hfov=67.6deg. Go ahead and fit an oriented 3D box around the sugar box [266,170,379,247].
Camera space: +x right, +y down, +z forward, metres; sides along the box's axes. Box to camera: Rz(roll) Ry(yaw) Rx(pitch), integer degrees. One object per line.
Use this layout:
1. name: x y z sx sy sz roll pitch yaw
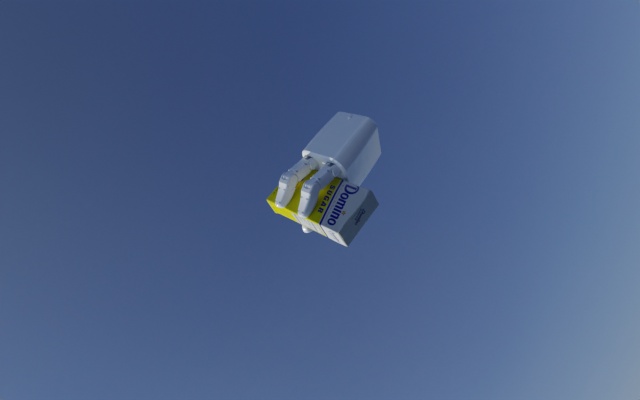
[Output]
1. sugar box: 0.000 0.002 0.802 0.176 0.093 0.048 21 -25 42
